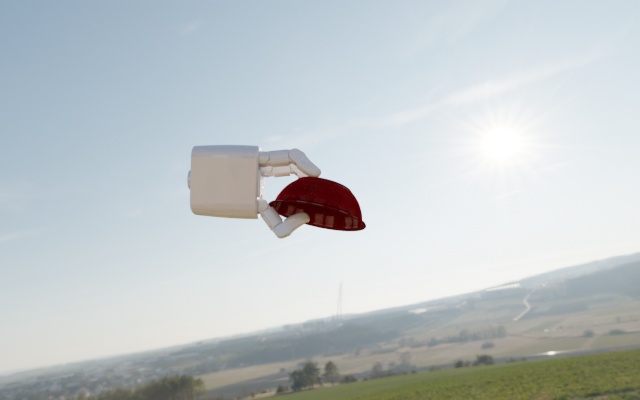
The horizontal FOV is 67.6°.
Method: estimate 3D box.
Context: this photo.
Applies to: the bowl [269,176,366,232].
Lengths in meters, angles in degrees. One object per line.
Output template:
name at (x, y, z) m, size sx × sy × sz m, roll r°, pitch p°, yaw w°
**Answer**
bowl at (0.001, 0.002, 0.774) m, size 0.162 × 0.055 × 0.162 m, roll 13°, pitch -14°, yaw 3°
